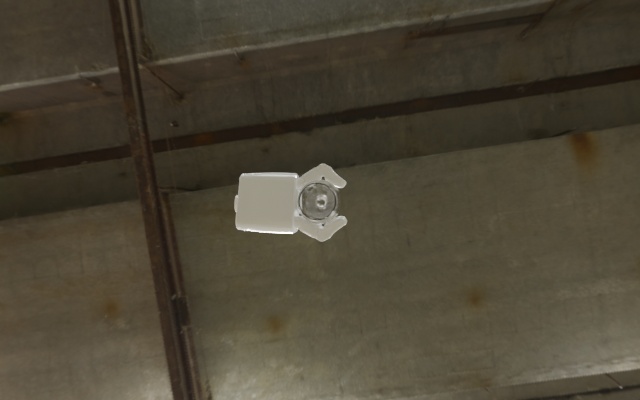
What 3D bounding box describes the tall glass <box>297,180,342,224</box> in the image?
[{"bbox_3d":[0.000,0.003,0.876,0.079,0.079,0.201,0,-1,3],"label":"tall glass"}]
